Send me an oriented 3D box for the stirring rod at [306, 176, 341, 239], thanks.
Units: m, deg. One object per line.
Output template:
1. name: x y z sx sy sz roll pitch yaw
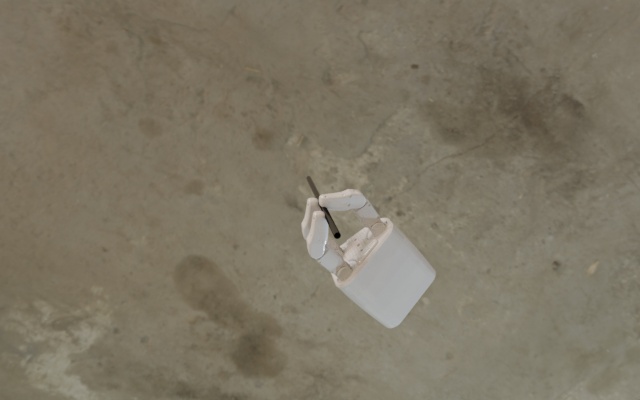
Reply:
1. stirring rod: 0.000 0.002 0.648 0.011 0.011 0.239 0 18 -10
